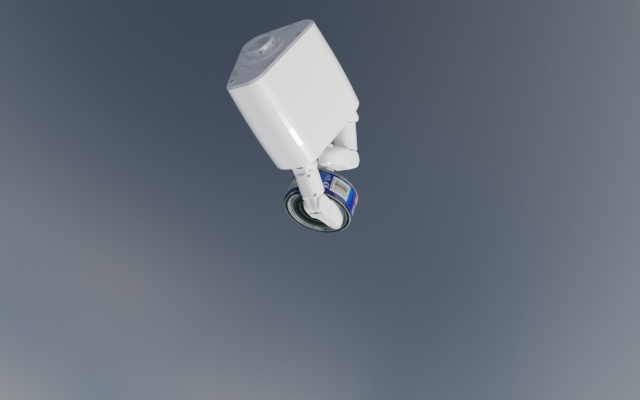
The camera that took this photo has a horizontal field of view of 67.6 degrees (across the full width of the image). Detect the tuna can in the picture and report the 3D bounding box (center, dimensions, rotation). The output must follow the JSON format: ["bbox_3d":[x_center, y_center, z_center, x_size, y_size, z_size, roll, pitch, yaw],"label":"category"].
[{"bbox_3d":[0.000,0.002,0.578,0.086,0.033,0.086,12,-37,9],"label":"tuna can"}]
